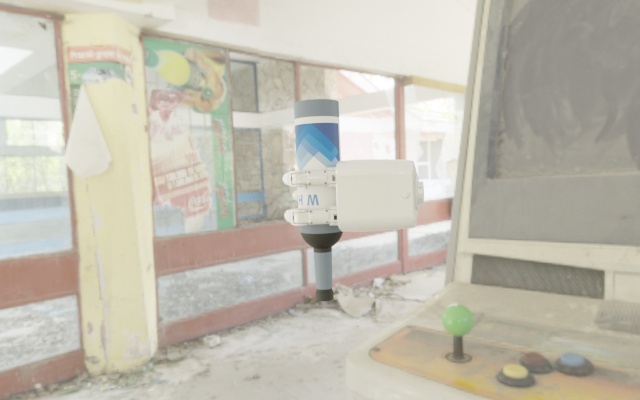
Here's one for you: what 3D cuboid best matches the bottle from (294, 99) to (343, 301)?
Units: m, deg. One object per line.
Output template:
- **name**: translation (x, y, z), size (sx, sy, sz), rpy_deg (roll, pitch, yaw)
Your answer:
- **bottle**: translation (0.000, 0.002, 0.712), size (0.069, 0.296, 0.069), rpy_deg (-2, 3, 0)
